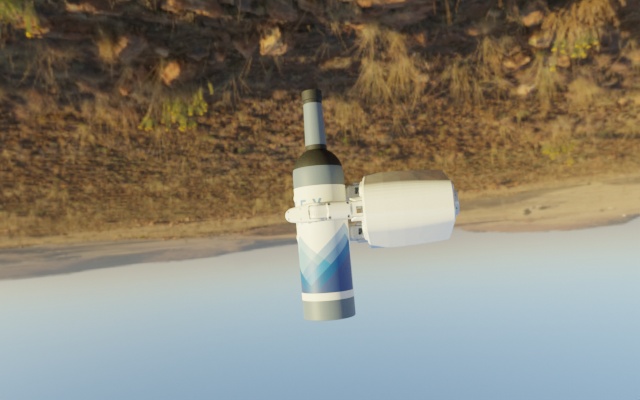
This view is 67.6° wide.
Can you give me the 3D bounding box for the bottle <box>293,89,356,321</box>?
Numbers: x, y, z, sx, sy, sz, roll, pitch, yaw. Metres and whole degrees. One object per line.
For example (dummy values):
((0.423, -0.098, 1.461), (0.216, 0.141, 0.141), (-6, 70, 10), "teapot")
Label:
((0.000, 0.002, 0.622), (0.069, 0.295, 0.069), (-5, -5, 0), "bottle")
